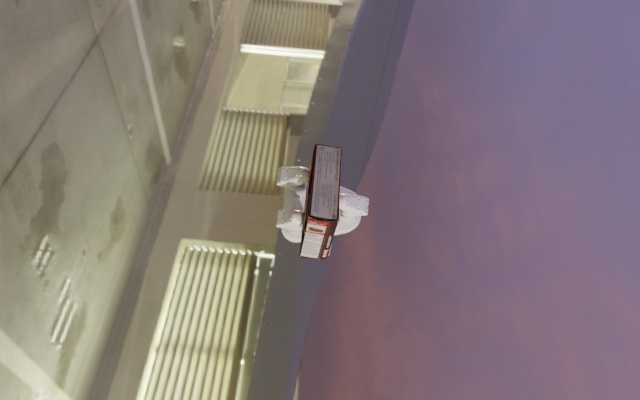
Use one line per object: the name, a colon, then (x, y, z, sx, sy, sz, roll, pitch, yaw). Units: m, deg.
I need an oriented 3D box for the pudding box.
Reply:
pudding box: (0.000, 0.002, 0.581, 0.039, 0.113, 0.090, 6, -37, -5)
